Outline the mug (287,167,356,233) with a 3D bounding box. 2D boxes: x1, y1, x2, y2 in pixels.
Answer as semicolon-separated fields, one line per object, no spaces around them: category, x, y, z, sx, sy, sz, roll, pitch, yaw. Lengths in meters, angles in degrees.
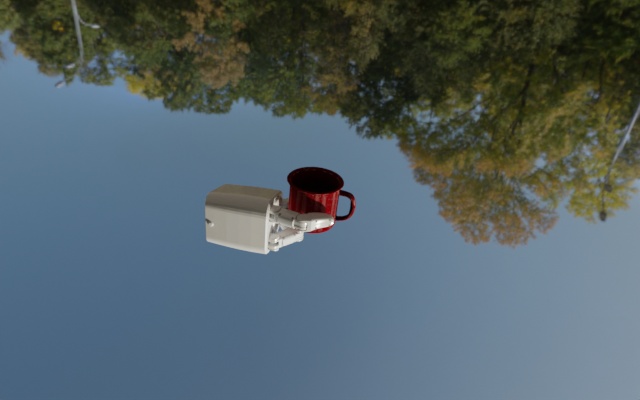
mug;0.002;0.003;0.792;0.117;0.081;0.093;10;31;6
